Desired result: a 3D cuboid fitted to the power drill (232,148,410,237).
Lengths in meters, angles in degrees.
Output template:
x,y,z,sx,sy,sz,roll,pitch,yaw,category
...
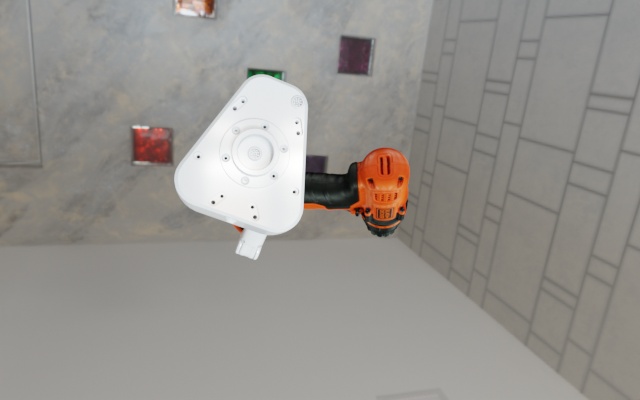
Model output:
x,y,z,sx,sy,sz,roll,pitch,yaw,category
0.000,0.002,0.515,0.187,0.057,0.184,-4,-22,4,power drill
